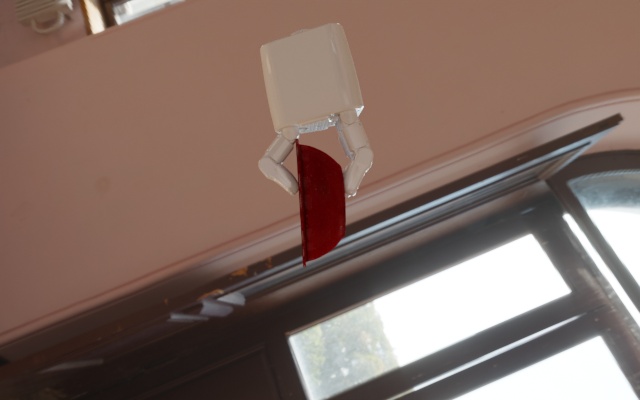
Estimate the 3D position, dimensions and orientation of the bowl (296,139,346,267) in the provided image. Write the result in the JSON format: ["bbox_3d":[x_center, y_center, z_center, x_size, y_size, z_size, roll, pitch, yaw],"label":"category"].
[{"bbox_3d":[0.001,0.003,0.601,0.055,0.162,0.162,-3,0,-3],"label":"bowl"}]
